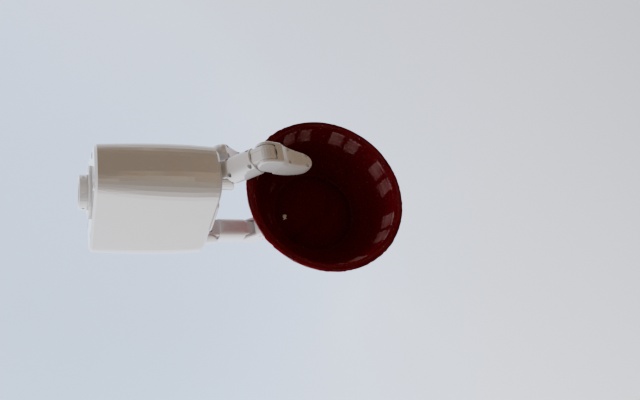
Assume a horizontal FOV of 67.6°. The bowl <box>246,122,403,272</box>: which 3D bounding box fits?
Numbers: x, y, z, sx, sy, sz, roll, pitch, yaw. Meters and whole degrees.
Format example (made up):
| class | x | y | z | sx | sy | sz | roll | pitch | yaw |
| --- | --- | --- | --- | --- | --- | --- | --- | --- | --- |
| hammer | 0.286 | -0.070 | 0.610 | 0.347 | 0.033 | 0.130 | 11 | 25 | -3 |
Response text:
| class | x | y | z | sx | sy | sz | roll | pitch | yaw |
| --- | --- | --- | --- | --- | --- | --- | --- | --- | --- |
| bowl | 0.001 | 0.002 | 0.493 | 0.162 | 0.162 | 0.055 | 0 | -23 | -18 |
